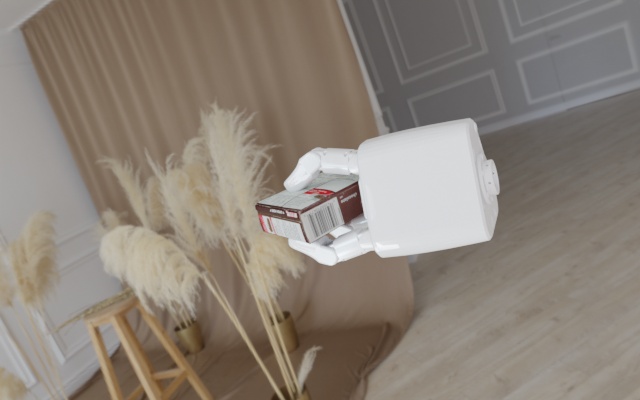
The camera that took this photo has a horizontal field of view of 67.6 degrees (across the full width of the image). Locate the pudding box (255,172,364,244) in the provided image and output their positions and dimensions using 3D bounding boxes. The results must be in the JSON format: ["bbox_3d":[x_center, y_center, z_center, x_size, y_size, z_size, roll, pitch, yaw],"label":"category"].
[{"bbox_3d":[0.000,0.002,0.516,0.113,0.039,0.090,-26,19,-32],"label":"pudding box"}]
